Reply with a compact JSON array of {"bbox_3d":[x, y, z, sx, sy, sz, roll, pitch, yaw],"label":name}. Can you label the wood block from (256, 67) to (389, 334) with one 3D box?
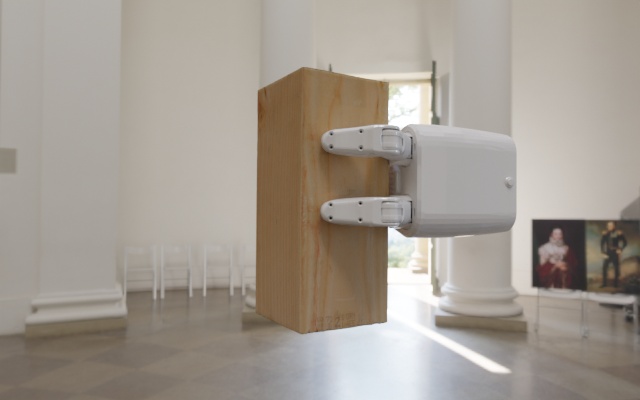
[{"bbox_3d":[0.000,0.001,0.425,0.090,0.206,0.091,1,-1,-31],"label":"wood block"}]
